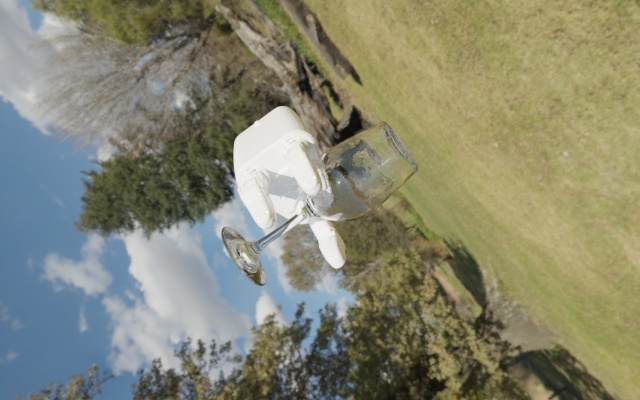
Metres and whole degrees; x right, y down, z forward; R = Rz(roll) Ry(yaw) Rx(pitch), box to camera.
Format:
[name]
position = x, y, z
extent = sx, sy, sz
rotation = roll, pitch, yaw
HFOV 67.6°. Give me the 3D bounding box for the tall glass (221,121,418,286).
[tall glass]
position = 0.000, 0.002, 0.492
extent = 0.201, 0.079, 0.079
rotation = -35, -4, 6
